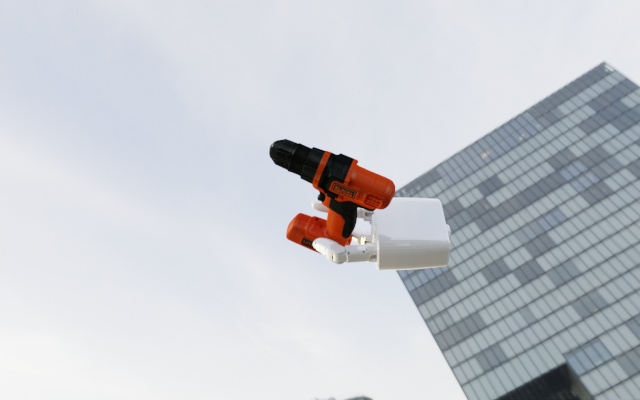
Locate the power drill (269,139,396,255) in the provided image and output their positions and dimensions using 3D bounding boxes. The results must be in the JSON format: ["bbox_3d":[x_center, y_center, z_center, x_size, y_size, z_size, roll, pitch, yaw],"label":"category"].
[{"bbox_3d":[0.000,0.003,0.714,0.184,0.057,0.188,24,-38,3],"label":"power drill"}]
